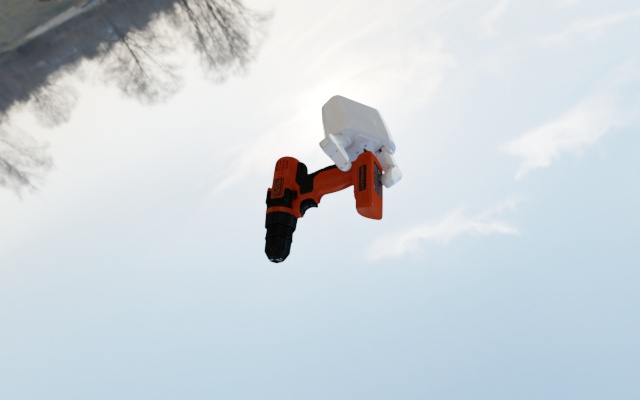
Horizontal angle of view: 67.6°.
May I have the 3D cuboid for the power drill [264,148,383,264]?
[{"bbox_3d":[0.001,0.002,0.735,0.187,0.184,0.057,-8,-29,23],"label":"power drill"}]
